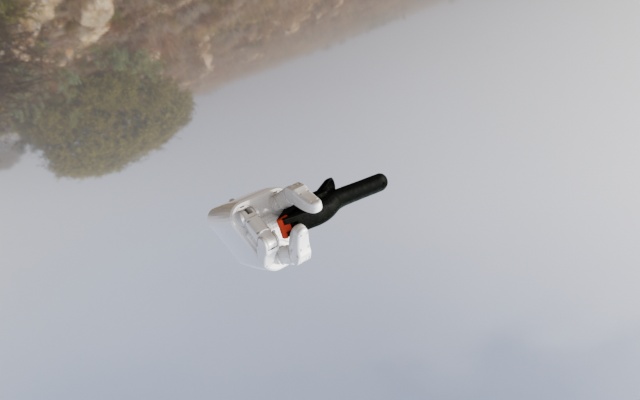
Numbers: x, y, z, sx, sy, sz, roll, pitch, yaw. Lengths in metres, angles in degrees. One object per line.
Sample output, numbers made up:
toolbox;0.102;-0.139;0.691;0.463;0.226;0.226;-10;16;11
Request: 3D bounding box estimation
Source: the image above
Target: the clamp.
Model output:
clamp;0.000;0.003;0.676;0.171;0.039;0.120;-26;10;-31
